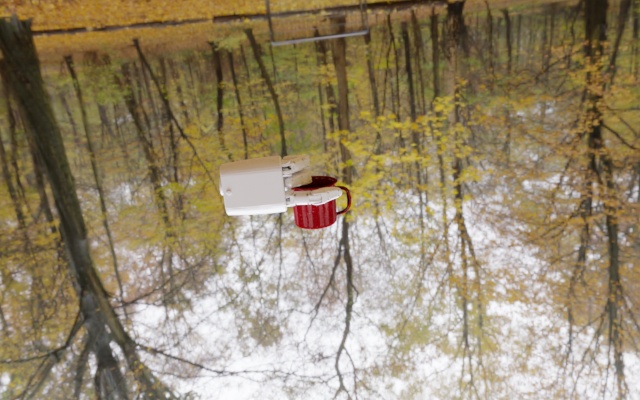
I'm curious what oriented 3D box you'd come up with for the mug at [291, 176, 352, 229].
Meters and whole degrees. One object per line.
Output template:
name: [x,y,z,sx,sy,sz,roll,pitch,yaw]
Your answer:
mug: [0.002,0.003,0.899,0.117,0.081,0.093,-5,17,-1]
